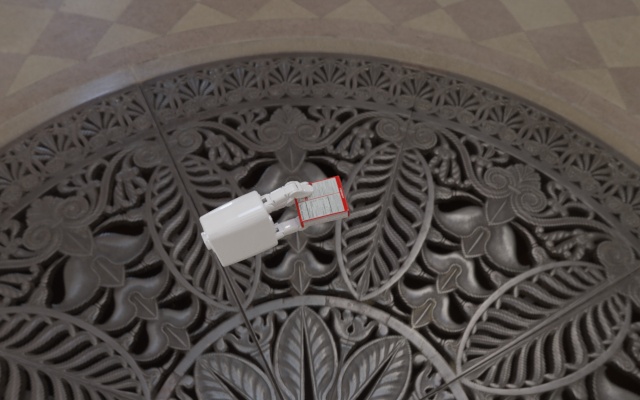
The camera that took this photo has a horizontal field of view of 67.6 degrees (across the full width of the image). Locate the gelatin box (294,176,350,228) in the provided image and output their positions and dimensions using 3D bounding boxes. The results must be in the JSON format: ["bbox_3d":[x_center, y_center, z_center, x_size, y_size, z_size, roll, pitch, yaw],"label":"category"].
[{"bbox_3d":[0.000,0.002,0.853,0.089,0.073,0.030,-14,-27,-2],"label":"gelatin box"}]
